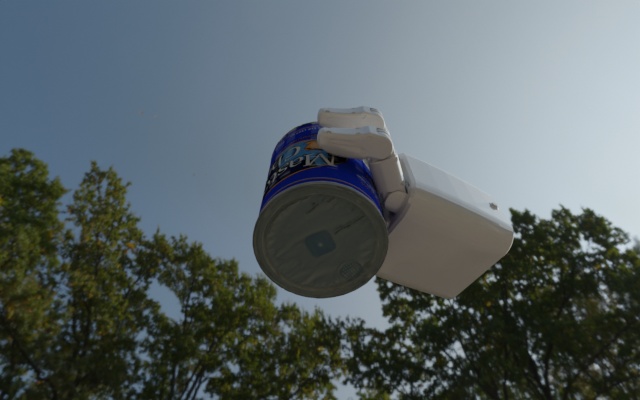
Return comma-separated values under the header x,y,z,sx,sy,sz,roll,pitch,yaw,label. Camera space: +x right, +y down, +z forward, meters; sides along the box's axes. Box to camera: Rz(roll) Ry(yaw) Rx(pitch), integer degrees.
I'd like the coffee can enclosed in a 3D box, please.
x,y,z,sx,sy,sz,roll,pitch,yaw,label
0.000,0.001,0.420,0.103,0.103,0.140,0,28,0,coffee can
